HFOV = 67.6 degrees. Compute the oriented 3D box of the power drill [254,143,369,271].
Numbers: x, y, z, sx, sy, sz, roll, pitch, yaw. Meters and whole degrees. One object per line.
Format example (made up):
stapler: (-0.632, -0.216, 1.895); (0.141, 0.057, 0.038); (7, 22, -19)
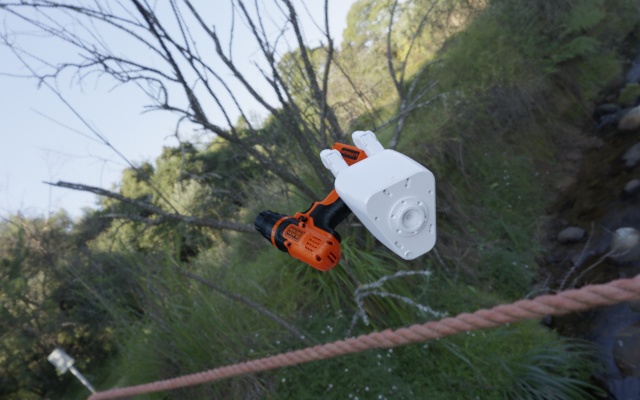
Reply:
power drill: (0.001, 0.002, 0.715); (0.184, 0.187, 0.057); (23, -18, 47)
